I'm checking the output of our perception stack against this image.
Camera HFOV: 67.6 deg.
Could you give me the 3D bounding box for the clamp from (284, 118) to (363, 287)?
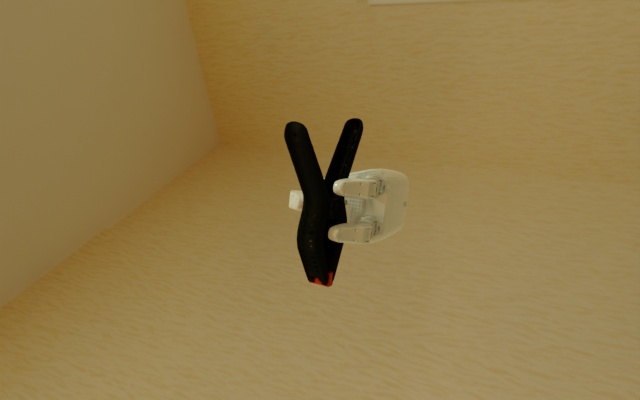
[{"bbox_3d":[-0.001,0.002,0.561,0.036,0.210,0.164,10,8,28],"label":"clamp"}]
